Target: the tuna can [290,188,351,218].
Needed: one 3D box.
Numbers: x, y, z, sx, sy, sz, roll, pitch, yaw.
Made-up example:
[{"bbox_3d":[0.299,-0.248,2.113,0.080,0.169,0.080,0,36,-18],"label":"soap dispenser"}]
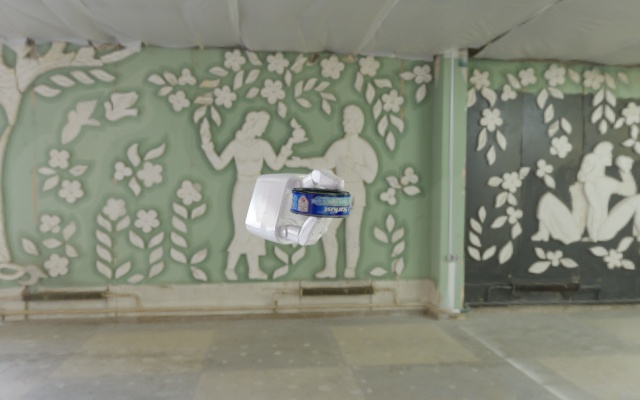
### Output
[{"bbox_3d":[0.000,0.002,0.680,0.086,0.034,0.086,4,6,0],"label":"tuna can"}]
